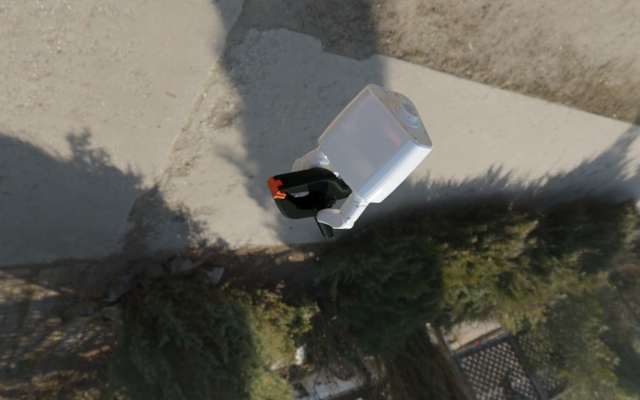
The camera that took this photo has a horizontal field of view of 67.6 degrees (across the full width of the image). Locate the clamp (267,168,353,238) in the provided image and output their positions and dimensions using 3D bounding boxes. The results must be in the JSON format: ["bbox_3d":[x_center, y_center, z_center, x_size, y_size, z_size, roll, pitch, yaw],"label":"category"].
[{"bbox_3d":[0.000,0.003,0.699,0.210,0.036,0.165,4,-43,-44],"label":"clamp"}]
